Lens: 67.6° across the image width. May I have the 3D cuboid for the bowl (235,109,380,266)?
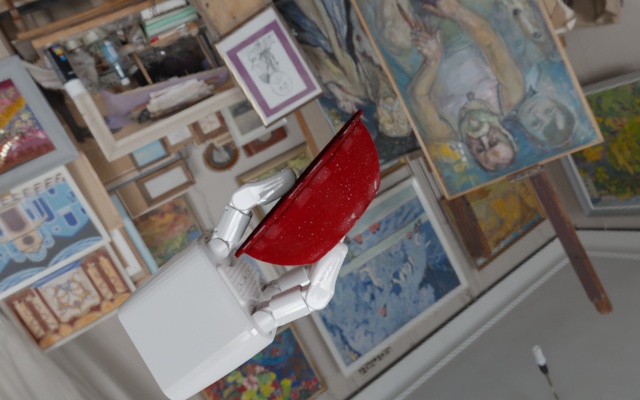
[{"bbox_3d":[0.001,0.001,0.404,0.055,0.162,0.162,40,-4,-5],"label":"bowl"}]
